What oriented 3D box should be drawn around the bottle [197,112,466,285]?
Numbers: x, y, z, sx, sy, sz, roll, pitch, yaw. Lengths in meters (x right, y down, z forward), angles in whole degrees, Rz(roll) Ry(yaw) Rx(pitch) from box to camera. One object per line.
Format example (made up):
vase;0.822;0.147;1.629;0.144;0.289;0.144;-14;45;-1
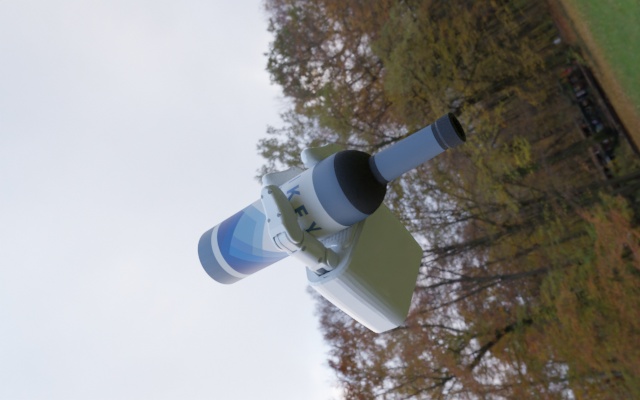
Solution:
bottle;0.000;0.002;0.460;0.296;0.069;0.069;-29;-16;30
